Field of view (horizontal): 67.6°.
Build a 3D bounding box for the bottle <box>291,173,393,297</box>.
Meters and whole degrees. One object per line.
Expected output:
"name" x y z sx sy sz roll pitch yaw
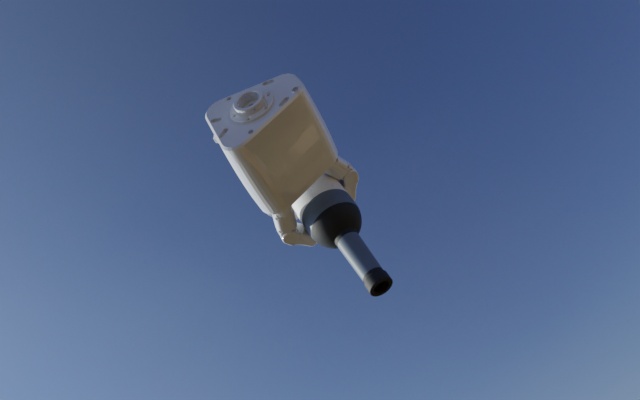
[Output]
"bottle" 0.000 0.002 0.590 0.069 0.069 0.295 0 37 -32
